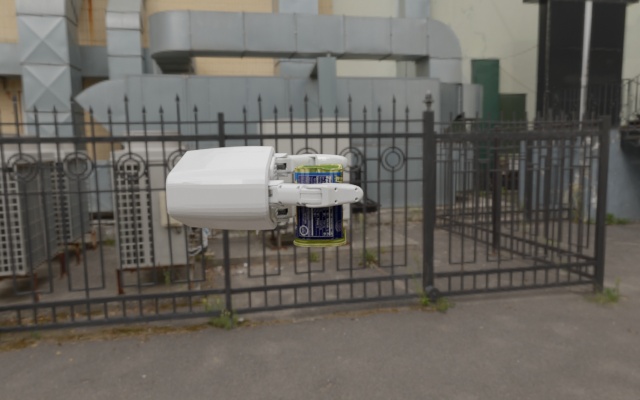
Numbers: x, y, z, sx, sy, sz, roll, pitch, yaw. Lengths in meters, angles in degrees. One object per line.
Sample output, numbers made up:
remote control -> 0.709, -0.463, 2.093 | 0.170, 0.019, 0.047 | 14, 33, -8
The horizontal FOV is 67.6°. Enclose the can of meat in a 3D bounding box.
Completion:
can of meat -> 0.000, 0.001, 0.545 | 0.057, 0.084, 0.102 | -1, 7, 3
